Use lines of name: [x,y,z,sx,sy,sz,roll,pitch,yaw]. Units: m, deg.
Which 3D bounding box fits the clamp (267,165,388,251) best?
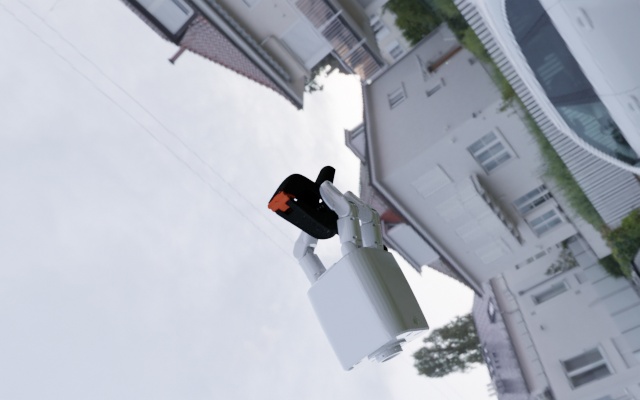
clamp: [-0.001,0.003,0.623,0.036,0.164,0.210,-41,-30,21]
